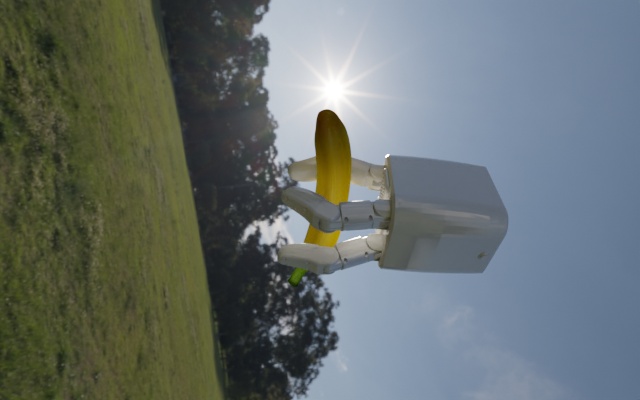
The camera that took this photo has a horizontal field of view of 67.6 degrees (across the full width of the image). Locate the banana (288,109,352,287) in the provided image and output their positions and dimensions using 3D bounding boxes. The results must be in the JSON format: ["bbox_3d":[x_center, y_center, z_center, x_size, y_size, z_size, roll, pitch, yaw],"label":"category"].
[{"bbox_3d":[0.006,-0.003,0.486,0.037,0.198,0.069,18,29,15],"label":"banana"}]
